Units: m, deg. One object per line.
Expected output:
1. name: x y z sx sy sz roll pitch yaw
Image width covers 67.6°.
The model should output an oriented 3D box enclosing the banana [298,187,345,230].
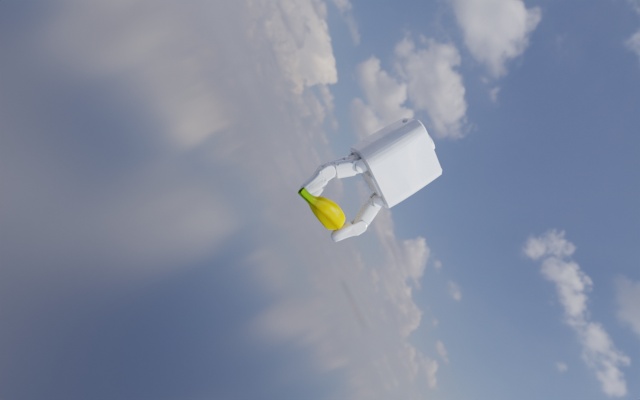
1. banana: 0.011 0.017 0.749 0.037 0.069 0.198 -37 -10 0
